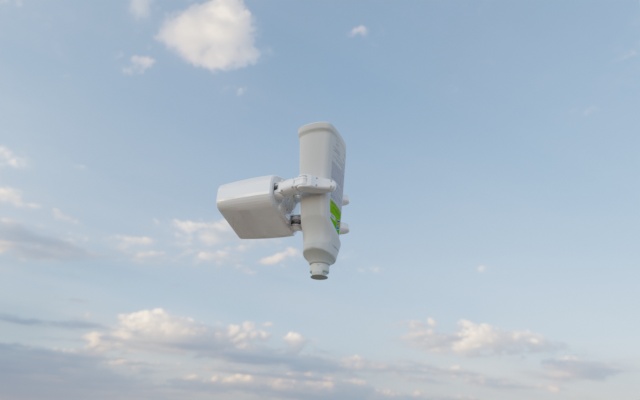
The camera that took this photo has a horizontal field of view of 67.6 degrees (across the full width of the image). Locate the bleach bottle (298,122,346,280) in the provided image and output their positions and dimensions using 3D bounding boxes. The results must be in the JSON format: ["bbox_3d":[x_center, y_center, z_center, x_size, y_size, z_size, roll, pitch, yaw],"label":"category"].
[{"bbox_3d":[0.000,0.003,0.783,0.068,0.250,0.103,-9,-28,23],"label":"bleach bottle"}]
